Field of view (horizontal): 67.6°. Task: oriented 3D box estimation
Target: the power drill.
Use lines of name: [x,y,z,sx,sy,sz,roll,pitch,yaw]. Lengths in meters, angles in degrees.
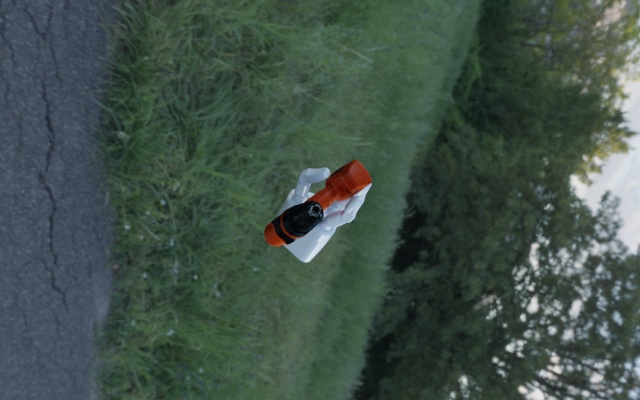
power drill: [0.000,0.003,0.818,0.187,0.057,0.184,-36,4,-30]
